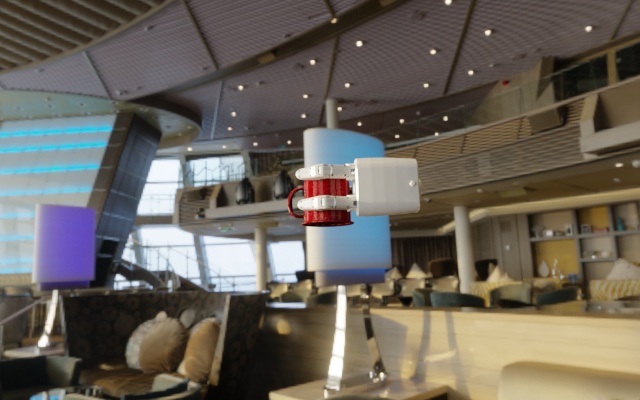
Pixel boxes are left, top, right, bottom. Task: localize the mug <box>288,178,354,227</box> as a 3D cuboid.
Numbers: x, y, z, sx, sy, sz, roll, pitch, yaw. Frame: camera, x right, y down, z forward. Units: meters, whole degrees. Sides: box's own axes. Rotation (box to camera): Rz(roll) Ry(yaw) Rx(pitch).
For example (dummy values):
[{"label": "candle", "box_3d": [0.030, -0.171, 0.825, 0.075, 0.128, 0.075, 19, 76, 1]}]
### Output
[{"label": "mug", "box_3d": [-0.001, 0.003, 0.848, 0.117, 0.081, 0.093, -1, -9, 0]}]
